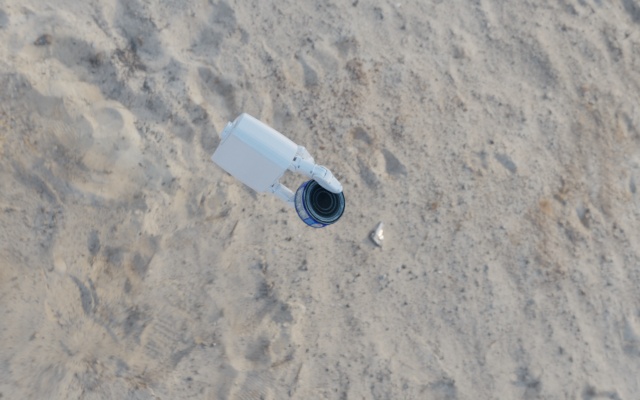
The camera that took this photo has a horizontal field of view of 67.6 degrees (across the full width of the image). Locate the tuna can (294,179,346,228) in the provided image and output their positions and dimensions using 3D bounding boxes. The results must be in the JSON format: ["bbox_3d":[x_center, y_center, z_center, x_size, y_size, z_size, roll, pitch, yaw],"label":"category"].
[{"bbox_3d":[0.000,0.003,0.819,0.086,0.086,0.034,0,-13,-32],"label":"tuna can"}]
